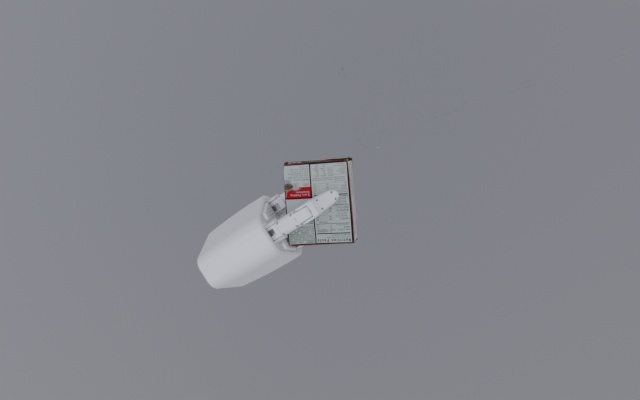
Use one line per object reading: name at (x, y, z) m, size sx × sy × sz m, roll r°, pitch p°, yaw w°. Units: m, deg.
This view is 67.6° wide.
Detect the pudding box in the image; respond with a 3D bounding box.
pudding box at (0.000, 0.002, 0.632) m, size 0.090 × 0.113 × 0.039 m, roll -3°, pitch 8°, yaw 11°
